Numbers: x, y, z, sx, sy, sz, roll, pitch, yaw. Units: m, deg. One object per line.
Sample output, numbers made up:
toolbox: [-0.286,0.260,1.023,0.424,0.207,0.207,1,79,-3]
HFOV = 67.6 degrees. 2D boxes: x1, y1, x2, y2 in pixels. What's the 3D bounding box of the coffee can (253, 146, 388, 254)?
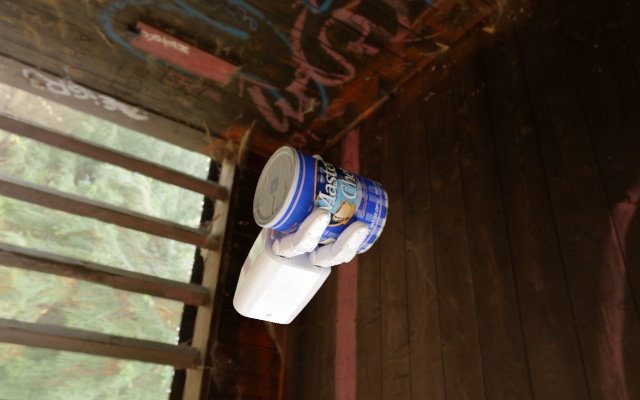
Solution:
coffee can: [0.000,0.002,0.610,0.140,0.103,0.103,19,-10,-28]
